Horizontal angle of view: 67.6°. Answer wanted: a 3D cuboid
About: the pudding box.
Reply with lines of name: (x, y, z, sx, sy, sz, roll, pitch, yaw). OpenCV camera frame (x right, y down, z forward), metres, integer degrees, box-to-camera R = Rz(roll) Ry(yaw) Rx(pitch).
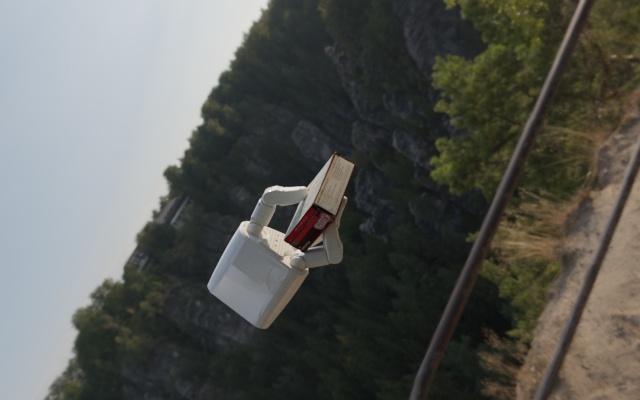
pudding box: (0.000, 0.002, 0.635, 0.039, 0.113, 0.090, 31, -46, -10)
